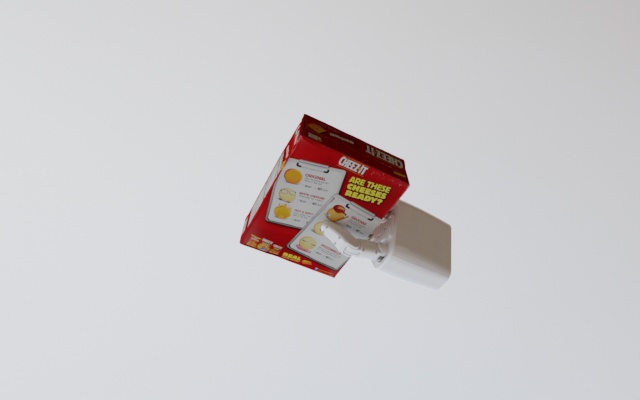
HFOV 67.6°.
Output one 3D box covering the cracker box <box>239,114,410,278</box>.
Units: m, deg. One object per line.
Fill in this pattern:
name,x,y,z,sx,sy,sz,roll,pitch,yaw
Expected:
cracker box,0.000,0.003,0.694,0.164,0.214,0.072,22,36,-16
